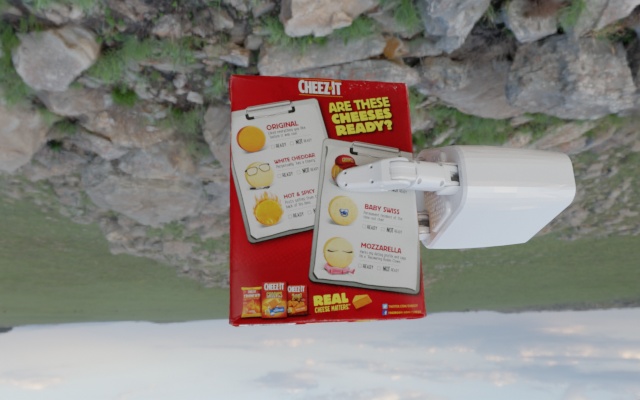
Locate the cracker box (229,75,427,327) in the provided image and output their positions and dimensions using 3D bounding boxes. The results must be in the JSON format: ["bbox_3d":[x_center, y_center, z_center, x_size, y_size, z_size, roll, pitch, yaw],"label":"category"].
[{"bbox_3d":[0.000,0.002,0.433,0.164,0.213,0.072,0,-14,-11],"label":"cracker box"}]
